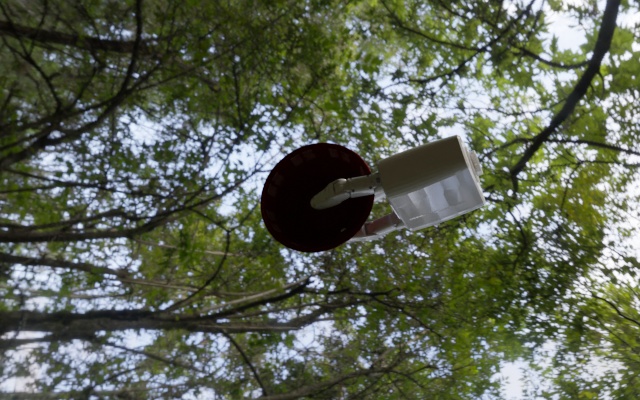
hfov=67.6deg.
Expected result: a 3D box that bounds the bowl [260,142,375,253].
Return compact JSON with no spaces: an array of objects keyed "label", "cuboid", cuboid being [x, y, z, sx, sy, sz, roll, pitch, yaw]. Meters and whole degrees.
[{"label":"bowl","cuboid":[-0.001,0.002,0.669,0.162,0.162,0.055,0,-22,16]}]
